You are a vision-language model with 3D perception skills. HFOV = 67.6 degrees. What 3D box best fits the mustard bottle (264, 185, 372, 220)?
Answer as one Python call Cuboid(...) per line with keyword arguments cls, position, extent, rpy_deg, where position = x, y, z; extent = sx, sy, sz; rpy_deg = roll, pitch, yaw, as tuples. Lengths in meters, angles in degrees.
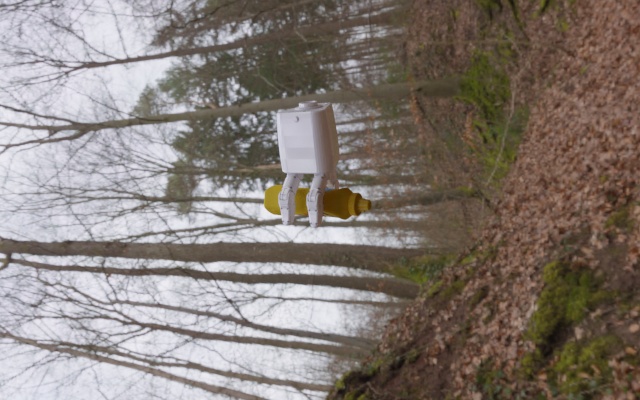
Cuboid(cls="mustard bottle", position=(0.000, 0.003, 0.866), extent=(0.191, 0.058, 0.096), rpy_deg=(3, -3, 27))
